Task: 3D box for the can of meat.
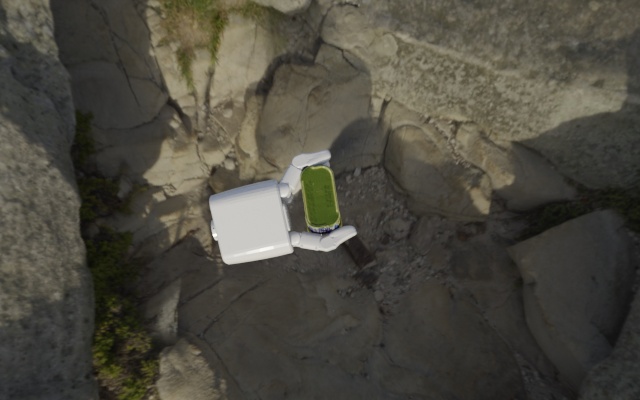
[{"bbox_3d":[0.000,0.002,0.746,0.057,0.102,0.084,-9,-13,0],"label":"can of meat"}]
